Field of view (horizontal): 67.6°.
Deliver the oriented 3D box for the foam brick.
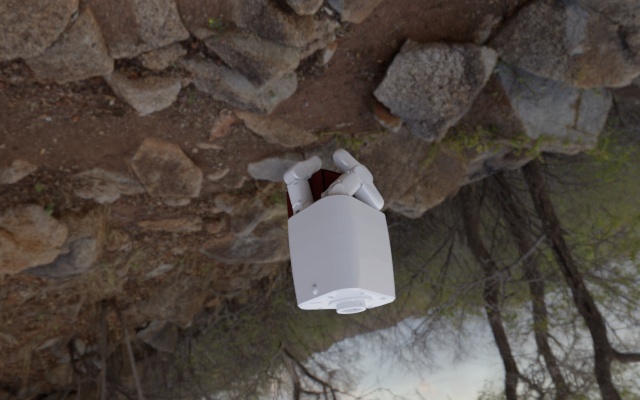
[{"bbox_3d":[0.000,0.002,0.604,0.053,0.051,0.078,11,-29,-37],"label":"foam brick"}]
